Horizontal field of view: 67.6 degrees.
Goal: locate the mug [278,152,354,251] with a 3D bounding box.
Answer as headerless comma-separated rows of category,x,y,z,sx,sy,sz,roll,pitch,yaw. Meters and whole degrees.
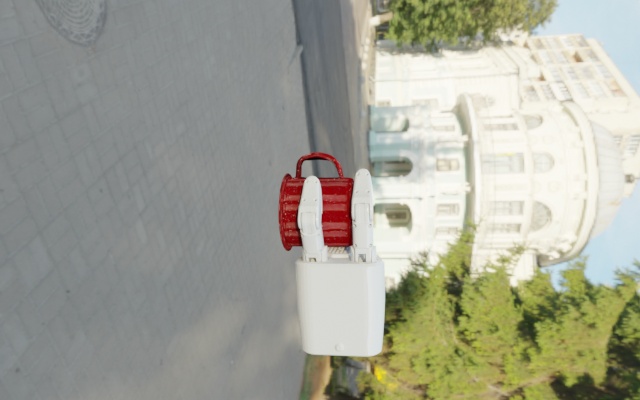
mug,0.000,0.000,0.564,0.081,0.117,0.093,0,7,9
